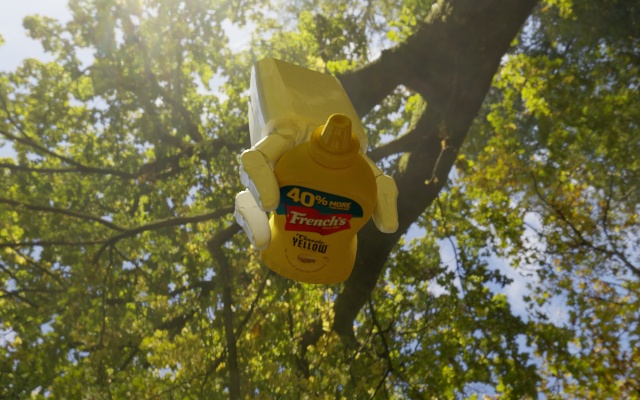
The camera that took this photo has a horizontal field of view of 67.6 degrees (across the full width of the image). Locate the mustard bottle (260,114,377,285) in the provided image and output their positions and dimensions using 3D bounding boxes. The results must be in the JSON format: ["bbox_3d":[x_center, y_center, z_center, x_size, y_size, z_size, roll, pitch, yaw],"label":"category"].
[{"bbox_3d":[0.000,0.002,0.437,0.096,0.058,0.192,15,-43,1],"label":"mustard bottle"}]
